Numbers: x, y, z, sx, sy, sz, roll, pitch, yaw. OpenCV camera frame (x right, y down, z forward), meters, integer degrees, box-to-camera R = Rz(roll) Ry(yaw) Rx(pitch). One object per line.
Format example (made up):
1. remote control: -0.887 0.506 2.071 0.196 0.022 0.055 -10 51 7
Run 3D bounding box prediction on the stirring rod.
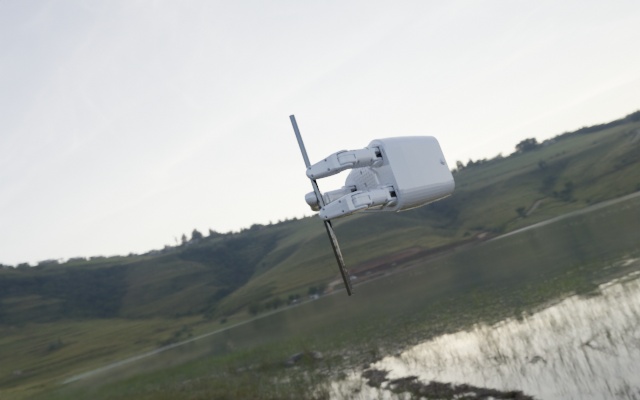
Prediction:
1. stirring rod: 0.000 0.002 0.597 0.011 0.239 0.011 -18 -11 -3
